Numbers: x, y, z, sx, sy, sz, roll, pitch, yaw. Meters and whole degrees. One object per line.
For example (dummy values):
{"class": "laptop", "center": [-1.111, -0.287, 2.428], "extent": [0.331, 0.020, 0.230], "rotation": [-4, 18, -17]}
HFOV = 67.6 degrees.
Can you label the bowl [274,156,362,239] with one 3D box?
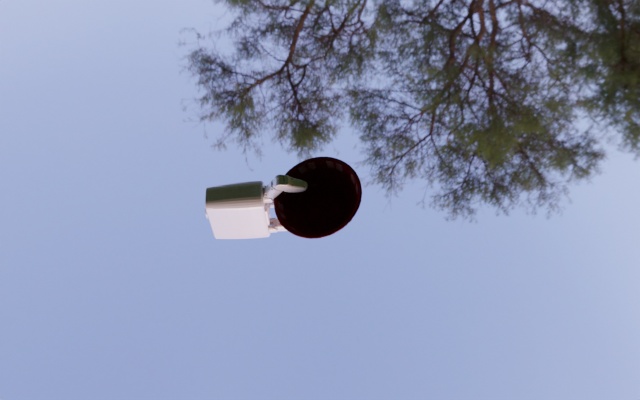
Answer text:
{"class": "bowl", "center": [0.002, 0.003, 0.862], "extent": [0.162, 0.162, 0.055], "rotation": [0, -26, 17]}
